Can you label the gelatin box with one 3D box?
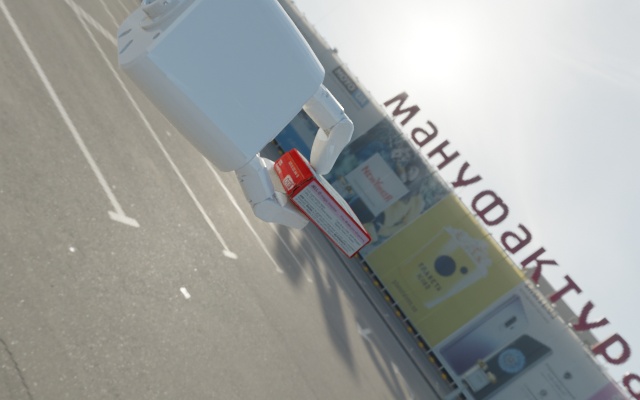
[{"bbox_3d":[0.001,0.001,0.431,0.089,0.030,0.073,45,6,-29],"label":"gelatin box"}]
